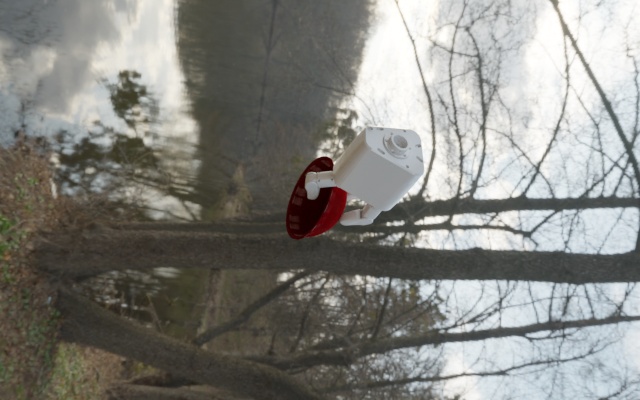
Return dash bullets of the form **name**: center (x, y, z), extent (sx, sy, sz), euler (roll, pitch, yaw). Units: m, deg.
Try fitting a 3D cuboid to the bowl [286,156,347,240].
- **bowl**: center (0.000, 0.003, 0.875), extent (0.055, 0.162, 0.162), euler (23, -11, -26)
